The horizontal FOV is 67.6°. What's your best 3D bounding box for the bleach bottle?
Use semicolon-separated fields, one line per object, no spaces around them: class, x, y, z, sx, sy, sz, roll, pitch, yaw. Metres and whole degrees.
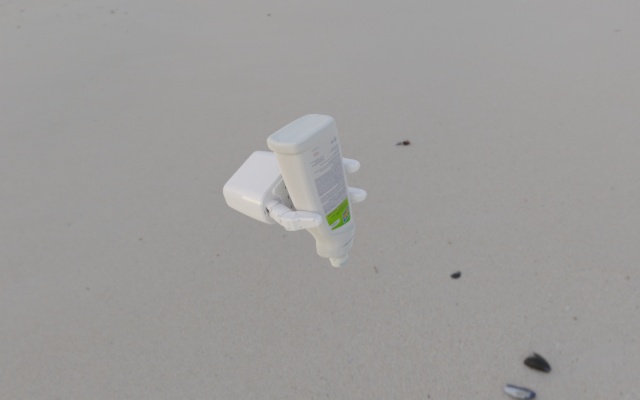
bleach bottle;0.000;0.002;0.728;0.068;0.251;0.102;17;43;41
